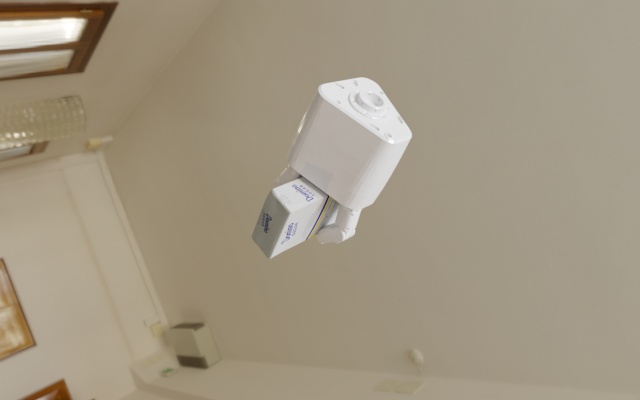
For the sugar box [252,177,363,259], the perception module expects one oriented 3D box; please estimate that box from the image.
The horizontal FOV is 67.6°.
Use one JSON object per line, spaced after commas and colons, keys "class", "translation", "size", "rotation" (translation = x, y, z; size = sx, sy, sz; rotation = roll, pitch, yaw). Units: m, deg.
{"class": "sugar box", "translation": [0.000, 0.001, 0.614], "size": [0.176, 0.048, 0.093], "rotation": [-21, -29, -40]}
